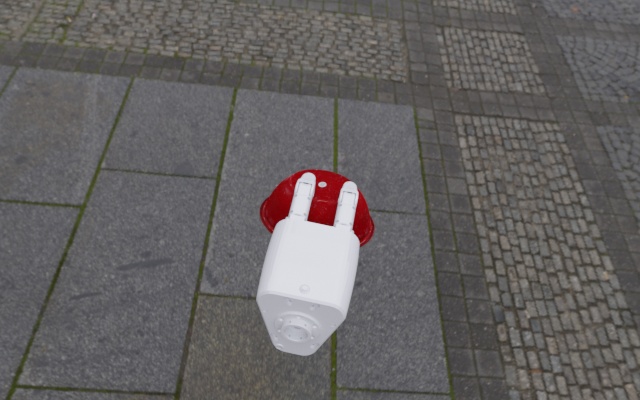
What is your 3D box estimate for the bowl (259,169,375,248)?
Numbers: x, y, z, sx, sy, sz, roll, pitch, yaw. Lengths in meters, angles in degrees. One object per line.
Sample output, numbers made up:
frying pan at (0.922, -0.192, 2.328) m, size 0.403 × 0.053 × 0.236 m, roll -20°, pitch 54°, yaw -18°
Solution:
bowl at (0.000, 0.001, 0.652) m, size 0.162 × 0.055 × 0.162 m, roll 8°, pitch 29°, yaw -5°
